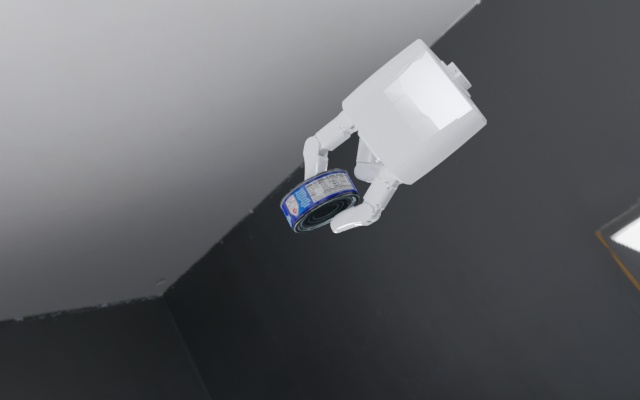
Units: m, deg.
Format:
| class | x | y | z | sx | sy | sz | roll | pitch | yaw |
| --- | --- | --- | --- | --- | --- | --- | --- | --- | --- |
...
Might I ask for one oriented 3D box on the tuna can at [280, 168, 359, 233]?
| class | x | y | z | sx | sy | sz | roll | pitch | yaw |
| --- | --- | --- | --- | --- | --- | --- | --- | --- | --- |
| tuna can | 0.000 | 0.002 | 0.538 | 0.086 | 0.033 | 0.086 | -25 | -18 | -9 |
